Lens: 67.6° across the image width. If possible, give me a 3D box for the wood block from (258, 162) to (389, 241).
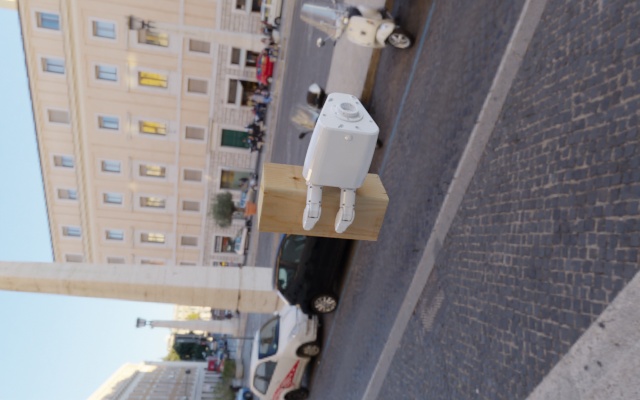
[{"bbox_3d":[0.000,0.002,0.824,0.206,0.090,0.090,6,31,-11],"label":"wood block"}]
